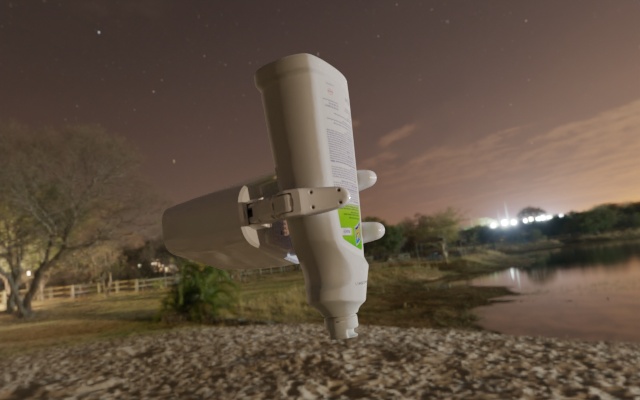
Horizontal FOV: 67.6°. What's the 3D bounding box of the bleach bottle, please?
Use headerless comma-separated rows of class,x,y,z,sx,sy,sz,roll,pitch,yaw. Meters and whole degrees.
bleach bottle,0.000,0.001,0.446,0.068,0.251,0.102,-11,-8,28
